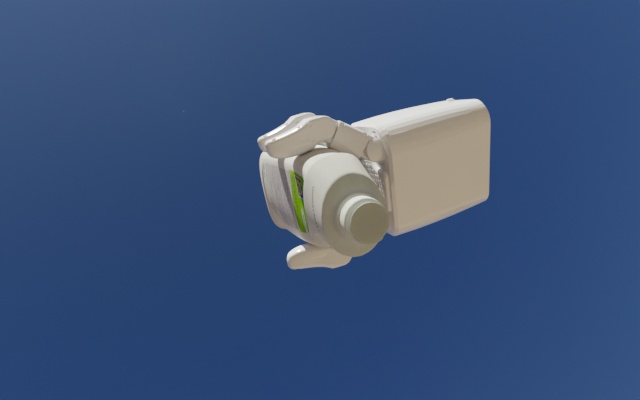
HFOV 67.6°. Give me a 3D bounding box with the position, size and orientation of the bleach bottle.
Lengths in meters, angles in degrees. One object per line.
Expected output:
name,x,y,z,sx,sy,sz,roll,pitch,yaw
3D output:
bleach bottle,0.000,0.001,0.434,0.068,0.102,0.250,-17,14,-13
